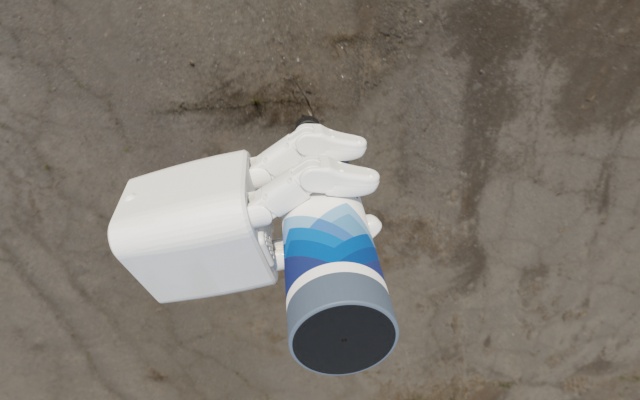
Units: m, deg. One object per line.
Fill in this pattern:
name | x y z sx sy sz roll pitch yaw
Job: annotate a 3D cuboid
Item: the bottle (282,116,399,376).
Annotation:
bottle | 0.000 0.001 0.403 0.069 0.069 0.295 0 34 -7
